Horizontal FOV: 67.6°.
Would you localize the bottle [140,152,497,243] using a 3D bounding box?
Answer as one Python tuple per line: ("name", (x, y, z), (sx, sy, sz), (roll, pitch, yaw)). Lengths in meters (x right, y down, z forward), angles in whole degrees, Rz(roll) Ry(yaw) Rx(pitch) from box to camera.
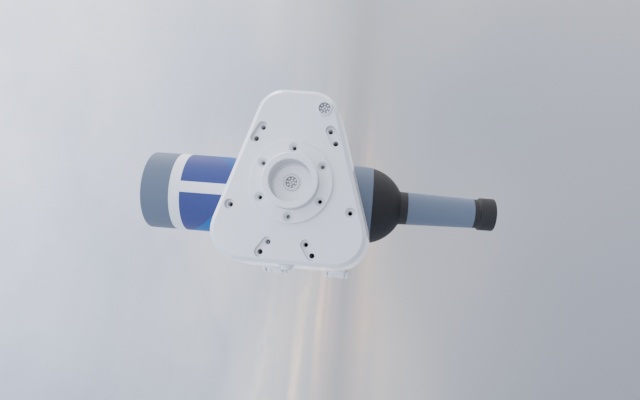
("bottle", (0.000, 0.001, 0.415), (0.296, 0.069, 0.069), (4, 0, 4))
